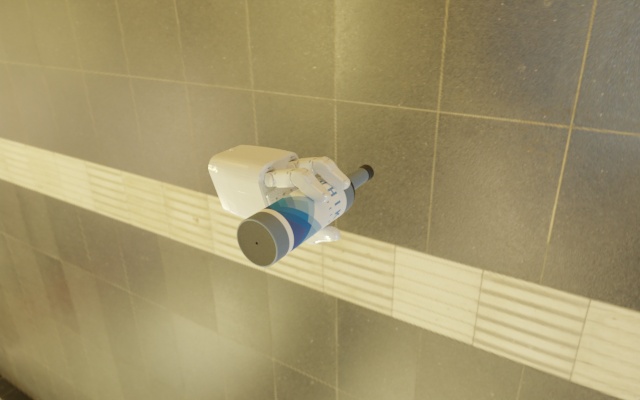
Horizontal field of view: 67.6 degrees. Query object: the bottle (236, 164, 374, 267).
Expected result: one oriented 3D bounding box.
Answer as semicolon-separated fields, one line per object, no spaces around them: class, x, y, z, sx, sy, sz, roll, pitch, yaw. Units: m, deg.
bottle;0.000;0.002;0.702;0.069;0.069;0.295;0;20;35
